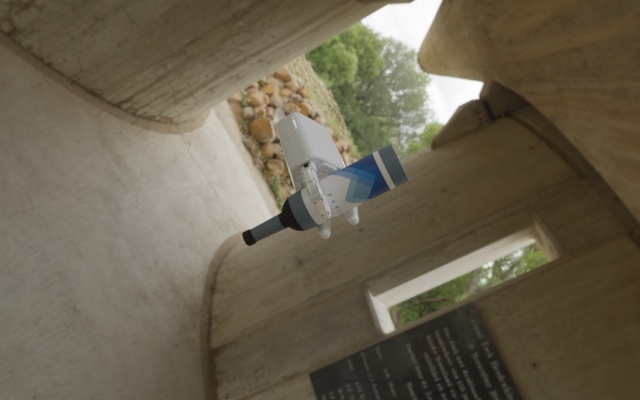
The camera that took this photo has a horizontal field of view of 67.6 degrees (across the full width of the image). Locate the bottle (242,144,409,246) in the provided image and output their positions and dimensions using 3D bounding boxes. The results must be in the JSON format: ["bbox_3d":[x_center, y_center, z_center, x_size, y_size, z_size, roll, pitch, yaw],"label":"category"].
[{"bbox_3d":[0.000,0.003,0.801,0.296,0.069,0.069,-27,-6,11],"label":"bottle"}]
